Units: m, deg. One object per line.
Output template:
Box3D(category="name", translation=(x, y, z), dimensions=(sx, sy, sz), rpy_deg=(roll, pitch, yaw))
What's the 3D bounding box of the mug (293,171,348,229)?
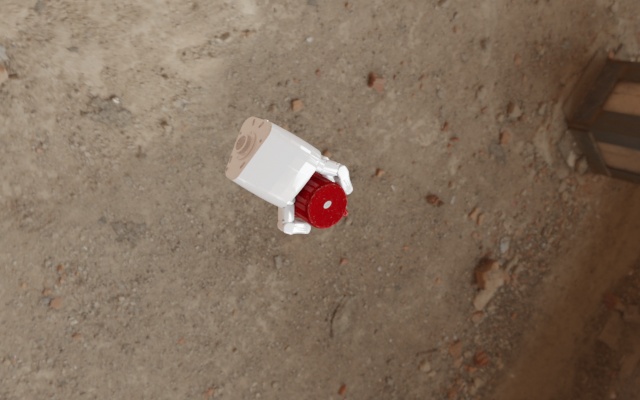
Box3D(category="mug", translation=(0.001, 0.003, 0.822), dimensions=(0.117, 0.093, 0.081), rpy_deg=(28, 1, -37))
